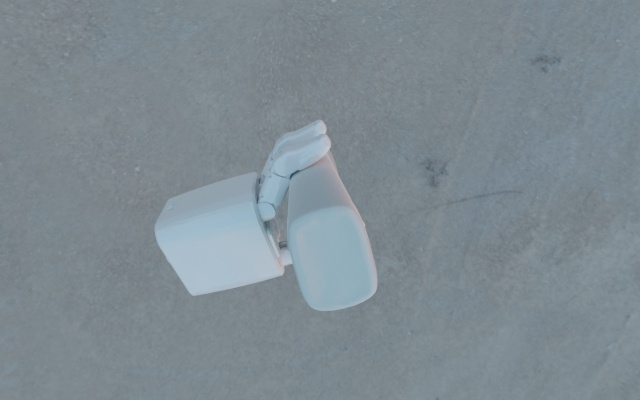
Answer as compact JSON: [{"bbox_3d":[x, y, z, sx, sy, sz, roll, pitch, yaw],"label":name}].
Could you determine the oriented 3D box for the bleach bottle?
[{"bbox_3d":[0.000,0.002,0.508,0.068,0.103,0.250,-14,23,1],"label":"bleach bottle"}]
